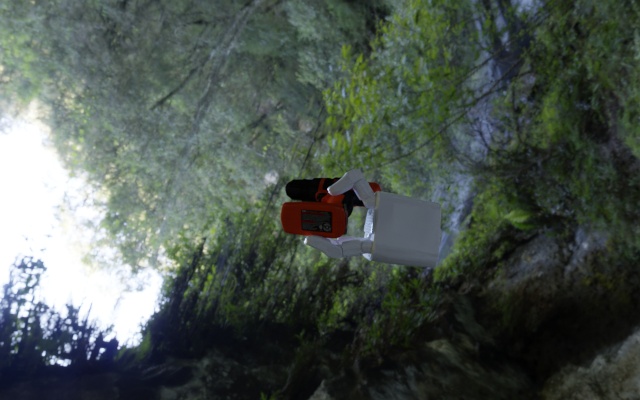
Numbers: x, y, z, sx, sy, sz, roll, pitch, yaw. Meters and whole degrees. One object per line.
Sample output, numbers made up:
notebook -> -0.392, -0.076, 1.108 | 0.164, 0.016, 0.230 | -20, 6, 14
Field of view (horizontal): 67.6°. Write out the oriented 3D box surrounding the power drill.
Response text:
power drill -> 0.000, 0.003, 0.826 | 0.184, 0.057, 0.187 | 2, 19, 18
